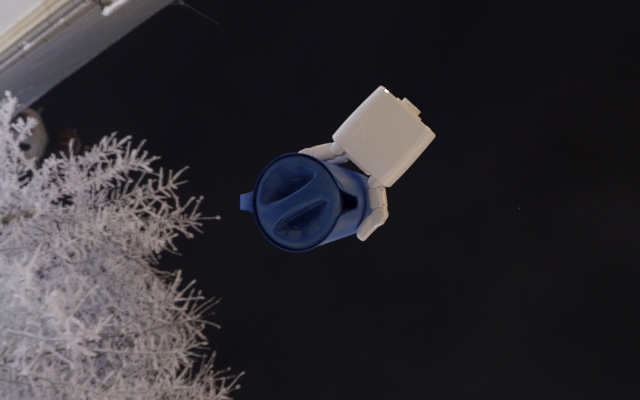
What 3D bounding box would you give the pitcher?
[{"bbox_3d":[0.000,0.002,0.748,0.149,0.145,0.243,46,16,17],"label":"pitcher"}]
